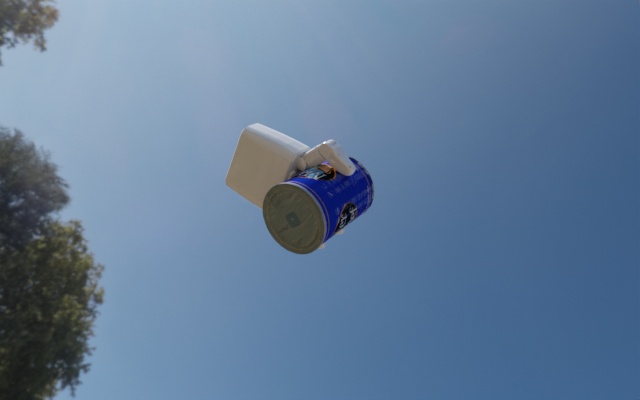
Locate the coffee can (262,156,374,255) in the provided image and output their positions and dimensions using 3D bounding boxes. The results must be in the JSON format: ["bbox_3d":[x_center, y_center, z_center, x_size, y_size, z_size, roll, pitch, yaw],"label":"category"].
[{"bbox_3d":[0.000,0.002,0.690,0.103,0.103,0.140,0,20,36],"label":"coffee can"}]
